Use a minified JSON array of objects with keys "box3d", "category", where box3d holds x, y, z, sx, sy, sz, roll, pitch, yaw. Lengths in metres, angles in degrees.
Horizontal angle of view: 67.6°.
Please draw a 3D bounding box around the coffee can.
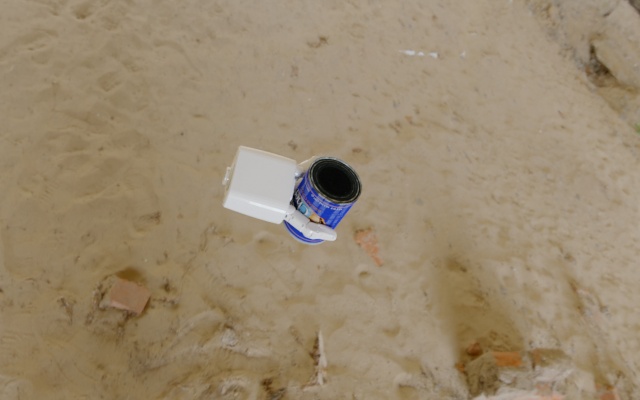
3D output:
[{"box3d":[0.000,0.003,0.875,0.103,0.102,0.140,0,-34,-27],"category":"coffee can"}]
